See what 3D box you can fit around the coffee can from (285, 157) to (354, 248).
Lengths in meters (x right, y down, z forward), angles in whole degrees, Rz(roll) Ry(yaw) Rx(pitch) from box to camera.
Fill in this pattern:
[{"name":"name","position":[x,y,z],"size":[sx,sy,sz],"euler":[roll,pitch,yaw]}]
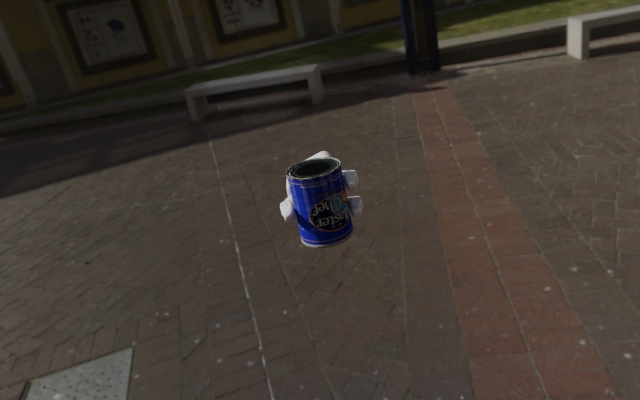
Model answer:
[{"name":"coffee can","position":[0.000,0.003,0.888],"size":[0.103,0.140,0.102],"euler":[-10,24,4]}]
